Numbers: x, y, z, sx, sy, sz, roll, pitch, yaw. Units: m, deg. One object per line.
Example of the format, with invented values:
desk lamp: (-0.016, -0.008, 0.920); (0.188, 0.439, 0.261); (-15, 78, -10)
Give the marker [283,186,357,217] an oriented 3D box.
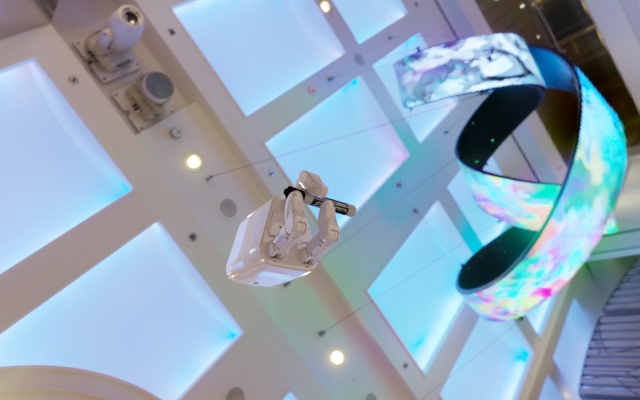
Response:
marker: (0.000, 0.002, 0.673); (0.121, 0.020, 0.020); (16, -10, -35)
